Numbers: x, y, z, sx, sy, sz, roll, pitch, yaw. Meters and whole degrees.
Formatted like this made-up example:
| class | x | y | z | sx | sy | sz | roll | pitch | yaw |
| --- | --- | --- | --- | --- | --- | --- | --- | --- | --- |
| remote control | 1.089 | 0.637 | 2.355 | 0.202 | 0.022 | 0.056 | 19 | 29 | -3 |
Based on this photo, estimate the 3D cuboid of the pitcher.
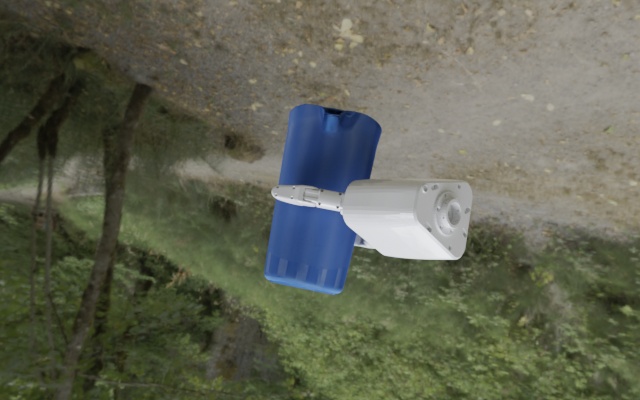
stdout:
| class | x | y | z | sx | sy | sz | roll | pitch | yaw |
| --- | --- | --- | --- | --- | --- | --- | --- | --- | --- |
| pitcher | 0.000 | 0.002 | 0.668 | 0.149 | 0.242 | 0.145 | 21 | -14 | -42 |
